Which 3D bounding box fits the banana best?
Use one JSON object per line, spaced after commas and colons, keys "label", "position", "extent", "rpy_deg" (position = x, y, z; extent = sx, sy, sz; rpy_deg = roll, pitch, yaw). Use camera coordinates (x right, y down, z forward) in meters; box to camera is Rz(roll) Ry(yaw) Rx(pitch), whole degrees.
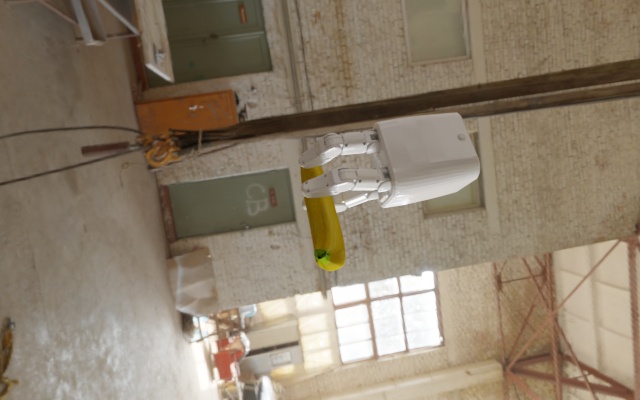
{"label": "banana", "position": [0.003, 0.018, 0.568], "extent": [0.037, 0.070, 0.197], "rpy_deg": [-10, 38, -2]}
